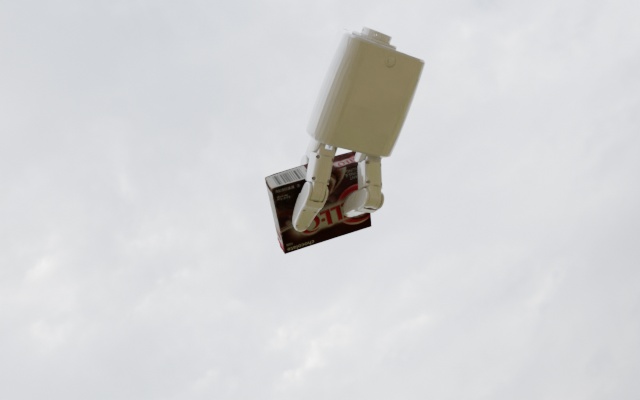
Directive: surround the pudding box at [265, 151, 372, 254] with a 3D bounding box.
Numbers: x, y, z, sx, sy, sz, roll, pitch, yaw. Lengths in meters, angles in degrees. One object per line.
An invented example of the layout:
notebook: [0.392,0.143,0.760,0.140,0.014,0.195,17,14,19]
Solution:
pudding box: [0.000,0.002,0.544,0.113,0.090,0.039,-16,33,-11]
